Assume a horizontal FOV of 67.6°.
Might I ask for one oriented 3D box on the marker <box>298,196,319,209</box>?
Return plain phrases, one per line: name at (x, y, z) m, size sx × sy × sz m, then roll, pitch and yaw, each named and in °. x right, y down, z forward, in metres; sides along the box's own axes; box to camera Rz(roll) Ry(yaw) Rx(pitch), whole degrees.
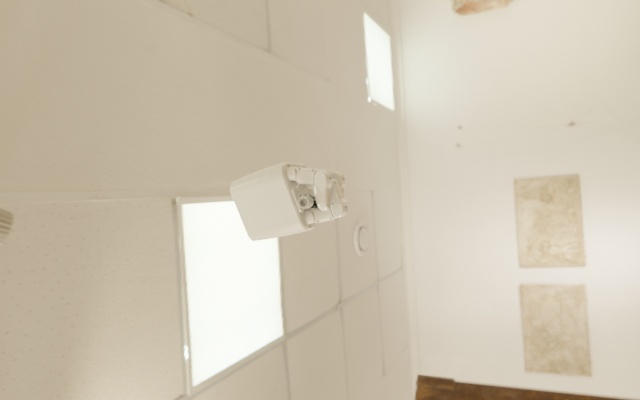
marker at (0.000, 0.002, 0.752) m, size 0.020 × 0.020 × 0.121 m, roll 0°, pitch 0°, yaw 25°
